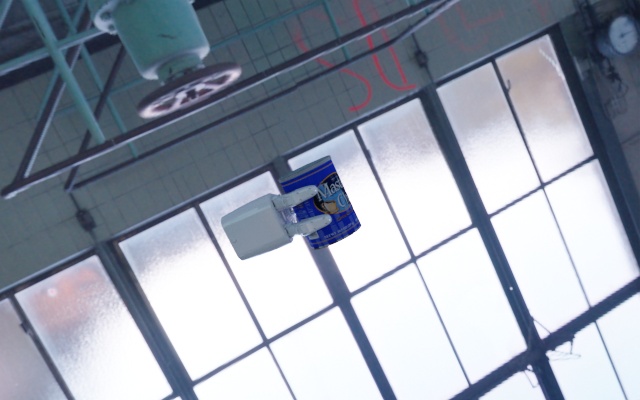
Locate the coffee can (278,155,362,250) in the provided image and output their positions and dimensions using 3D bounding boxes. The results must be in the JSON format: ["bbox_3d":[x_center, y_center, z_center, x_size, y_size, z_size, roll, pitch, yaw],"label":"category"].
[{"bbox_3d":[0.000,0.003,0.862,0.103,0.140,0.103,-25,8,4],"label":"coffee can"}]
